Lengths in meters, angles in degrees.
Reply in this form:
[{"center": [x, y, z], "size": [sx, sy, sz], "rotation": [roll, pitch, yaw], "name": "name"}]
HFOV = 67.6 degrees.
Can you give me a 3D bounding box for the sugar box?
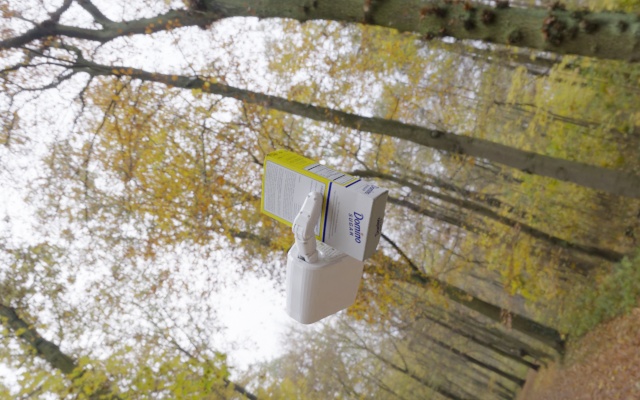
[{"center": [0.000, 0.002, 0.637], "size": [0.176, 0.093, 0.048], "rotation": [23, 32, 27], "name": "sugar box"}]
